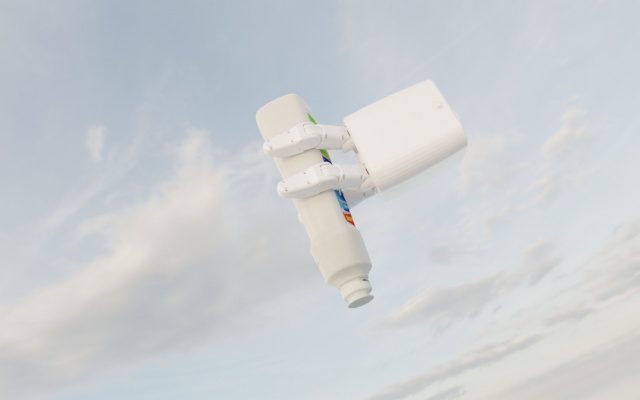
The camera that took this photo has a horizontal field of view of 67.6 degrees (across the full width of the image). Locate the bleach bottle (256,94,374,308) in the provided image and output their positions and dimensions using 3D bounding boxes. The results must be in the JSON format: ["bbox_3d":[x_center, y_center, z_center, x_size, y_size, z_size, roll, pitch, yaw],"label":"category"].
[{"bbox_3d":[0.000,0.002,0.534,0.068,0.250,0.103,-26,-29,6],"label":"bleach bottle"}]
